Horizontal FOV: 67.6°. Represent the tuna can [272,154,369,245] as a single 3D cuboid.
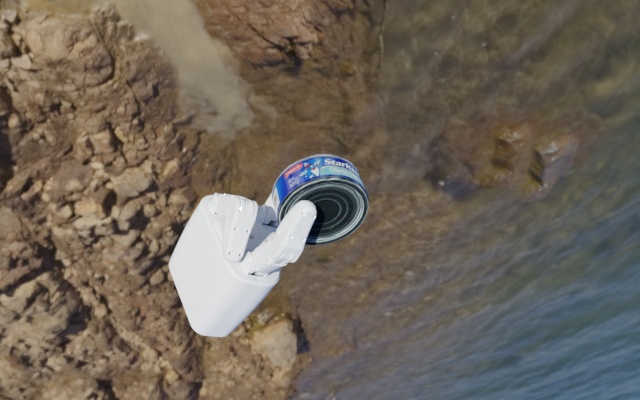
[{"bbox_3d":[0.000,0.002,0.437,0.086,0.086,0.033,0,42,-17],"label":"tuna can"}]
